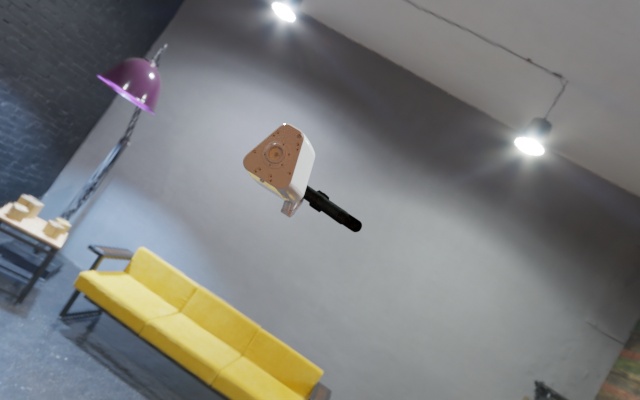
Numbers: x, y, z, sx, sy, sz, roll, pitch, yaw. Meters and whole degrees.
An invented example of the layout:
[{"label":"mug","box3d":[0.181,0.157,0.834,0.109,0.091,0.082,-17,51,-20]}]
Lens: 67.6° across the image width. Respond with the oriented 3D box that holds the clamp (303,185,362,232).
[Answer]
[{"label":"clamp","box3d":[0.000,0.002,0.894,0.171,0.039,0.120,32,-6,12]}]
